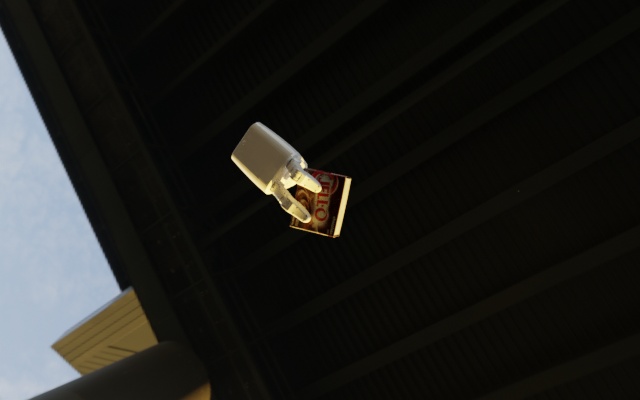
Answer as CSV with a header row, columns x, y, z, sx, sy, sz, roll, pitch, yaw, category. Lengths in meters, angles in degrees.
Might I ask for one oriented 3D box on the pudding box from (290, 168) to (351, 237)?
x,y,z,sx,sy,sz,roll,pitch,yaw,category
0.000,0.003,0.876,0.090,0.113,0.039,12,6,22,pudding box
